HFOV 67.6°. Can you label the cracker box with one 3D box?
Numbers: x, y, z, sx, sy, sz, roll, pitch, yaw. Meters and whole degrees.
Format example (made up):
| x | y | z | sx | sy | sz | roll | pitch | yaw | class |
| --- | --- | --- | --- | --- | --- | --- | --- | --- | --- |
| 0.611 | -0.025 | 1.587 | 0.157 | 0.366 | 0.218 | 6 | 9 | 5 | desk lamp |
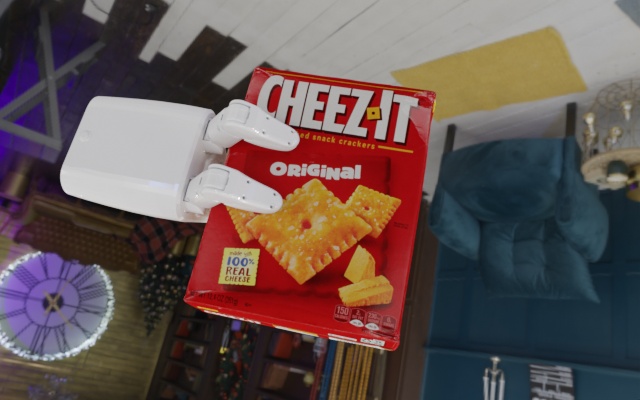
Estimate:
| x | y | z | sx | sy | sz | roll | pitch | yaw | class |
| --- | --- | --- | --- | --- | --- | --- | --- | --- | --- |
| 0.000 | 0.002 | 0.403 | 0.164 | 0.213 | 0.072 | 10 | -19 | 7 | cracker box |
